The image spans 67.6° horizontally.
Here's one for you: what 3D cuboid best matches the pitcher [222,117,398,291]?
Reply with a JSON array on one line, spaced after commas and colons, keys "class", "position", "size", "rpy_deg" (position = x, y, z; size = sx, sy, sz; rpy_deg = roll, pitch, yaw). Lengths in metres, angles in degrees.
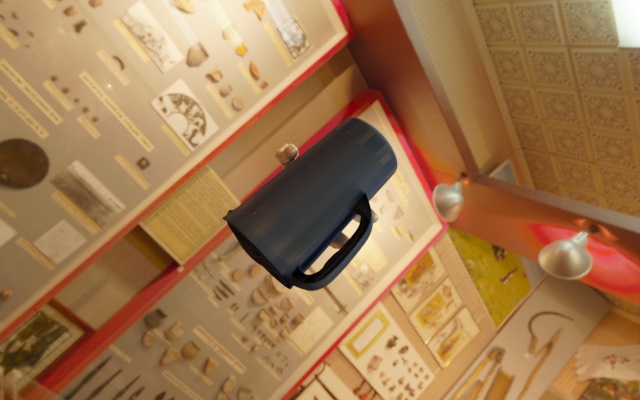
[{"class": "pitcher", "position": [0.000, 0.002, 0.667], "size": [0.243, 0.149, 0.145], "rpy_deg": [-43, 10, -14]}]
